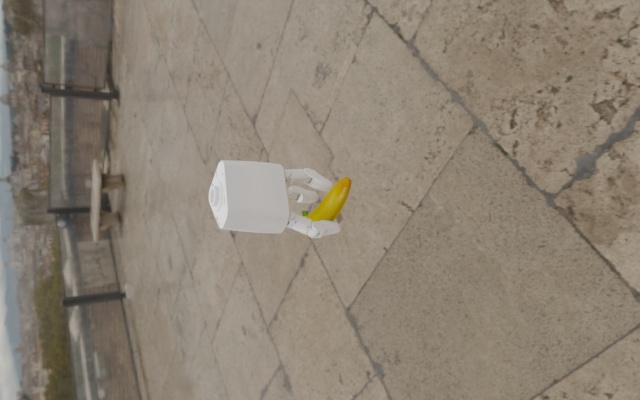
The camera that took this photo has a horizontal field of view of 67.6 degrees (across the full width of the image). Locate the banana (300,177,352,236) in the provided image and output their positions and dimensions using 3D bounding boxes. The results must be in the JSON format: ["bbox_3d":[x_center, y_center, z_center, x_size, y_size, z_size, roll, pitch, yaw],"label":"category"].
[{"bbox_3d":[-0.002,0.021,0.851,0.037,0.069,0.198,11,-23,-24],"label":"banana"}]
